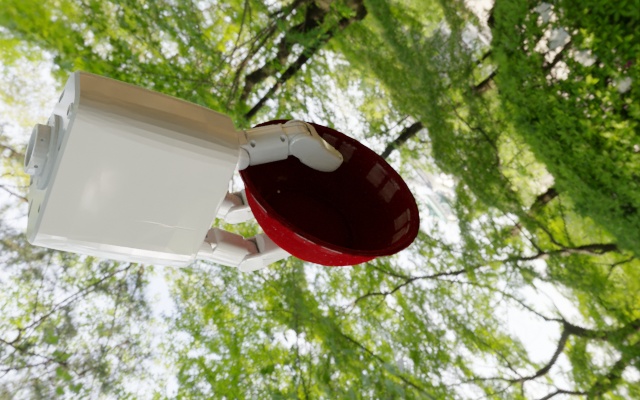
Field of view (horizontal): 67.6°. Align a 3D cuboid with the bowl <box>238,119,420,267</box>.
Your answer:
[{"bbox_3d":[0.001,0.002,0.403,0.162,0.055,0.162,18,37,-14],"label":"bowl"}]
